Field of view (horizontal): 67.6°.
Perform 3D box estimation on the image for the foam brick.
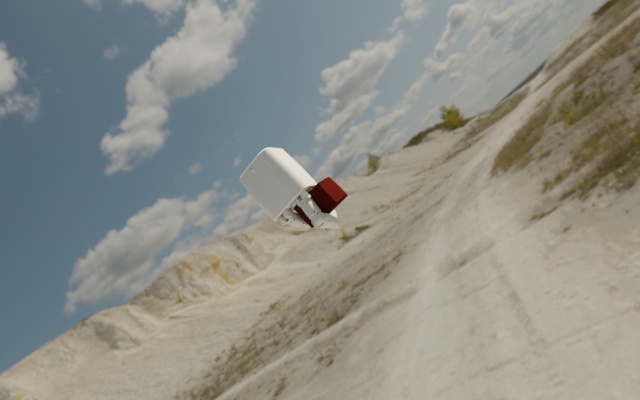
[{"bbox_3d":[0.000,0.003,0.880,0.078,0.051,0.053,-46,-7,30],"label":"foam brick"}]
